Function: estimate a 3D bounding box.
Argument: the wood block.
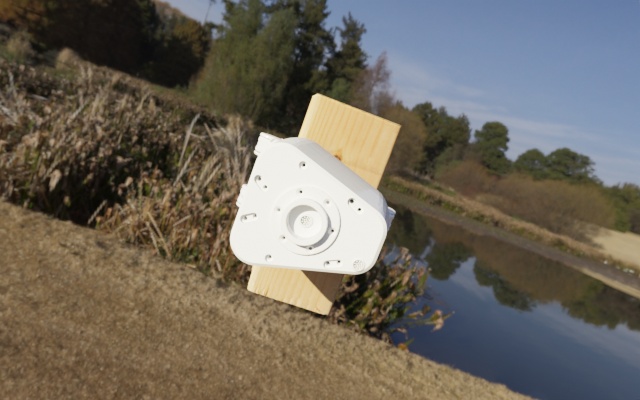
[{"bbox_3d":[0.000,0.002,0.510,0.091,0.206,0.090,20,9,-7],"label":"wood block"}]
